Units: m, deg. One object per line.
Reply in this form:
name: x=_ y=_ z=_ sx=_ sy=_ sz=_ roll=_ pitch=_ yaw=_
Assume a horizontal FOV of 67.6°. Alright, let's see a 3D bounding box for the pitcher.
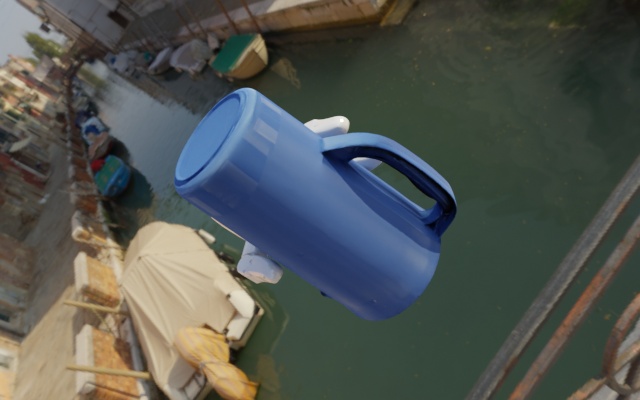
pitcher: x=0.000 y=0.001 z=0.447 sx=0.243 sy=0.149 sz=0.145 roll=36 pitch=-12 yaw=-31
